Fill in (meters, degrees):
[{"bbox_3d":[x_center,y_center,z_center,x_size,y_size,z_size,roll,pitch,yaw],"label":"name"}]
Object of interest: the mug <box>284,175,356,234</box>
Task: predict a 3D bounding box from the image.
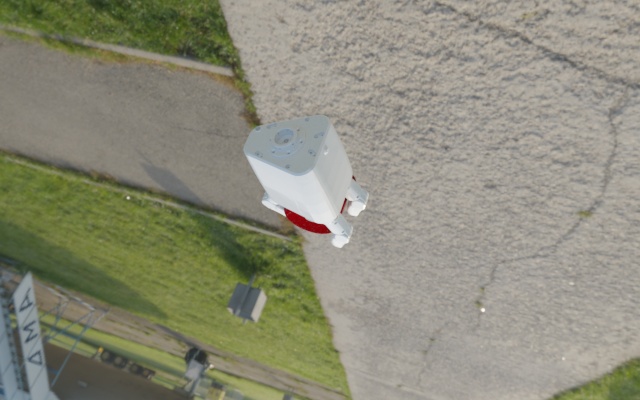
[{"bbox_3d":[0.000,0.003,0.709,0.093,0.081,0.117,8,-30,24],"label":"mug"}]
